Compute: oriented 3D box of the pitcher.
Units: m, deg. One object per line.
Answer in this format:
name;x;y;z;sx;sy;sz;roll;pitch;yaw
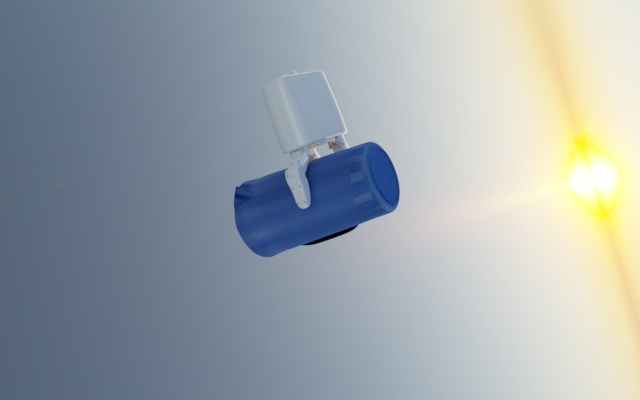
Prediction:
pitcher;0.000;0.002;0.749;0.243;0.145;0.149;-18;4;29
